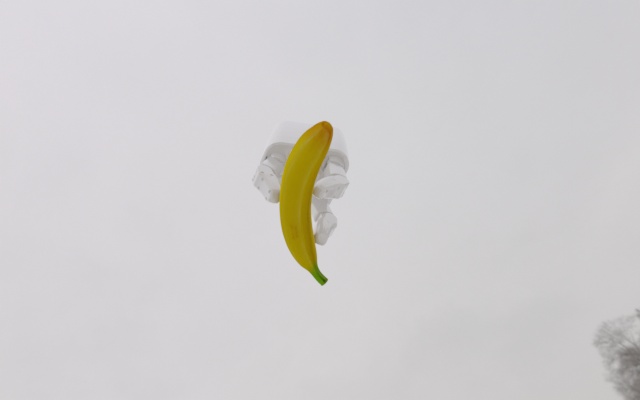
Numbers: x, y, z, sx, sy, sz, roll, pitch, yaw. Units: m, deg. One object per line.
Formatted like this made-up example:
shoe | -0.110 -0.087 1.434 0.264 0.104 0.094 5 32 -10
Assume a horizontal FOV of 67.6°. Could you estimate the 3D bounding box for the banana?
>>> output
banana | -0.016 0.000 0.530 0.069 0.198 0.037 16 33 26
